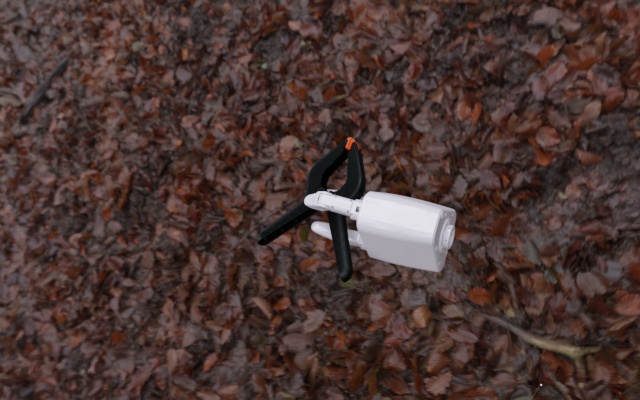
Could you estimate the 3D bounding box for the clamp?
[{"bbox_3d":[0.000,0.002,0.718,0.164,0.210,0.036,13,-14,26],"label":"clamp"}]
